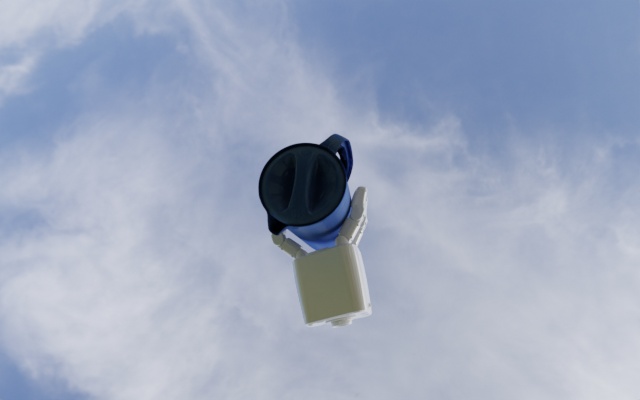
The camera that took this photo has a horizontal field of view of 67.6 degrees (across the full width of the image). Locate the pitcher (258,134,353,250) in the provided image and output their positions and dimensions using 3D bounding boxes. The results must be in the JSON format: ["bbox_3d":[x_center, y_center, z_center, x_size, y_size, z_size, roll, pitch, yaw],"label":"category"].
[{"bbox_3d":[0.000,0.003,0.806,0.149,0.145,0.243,-15,-20,6],"label":"pitcher"}]
